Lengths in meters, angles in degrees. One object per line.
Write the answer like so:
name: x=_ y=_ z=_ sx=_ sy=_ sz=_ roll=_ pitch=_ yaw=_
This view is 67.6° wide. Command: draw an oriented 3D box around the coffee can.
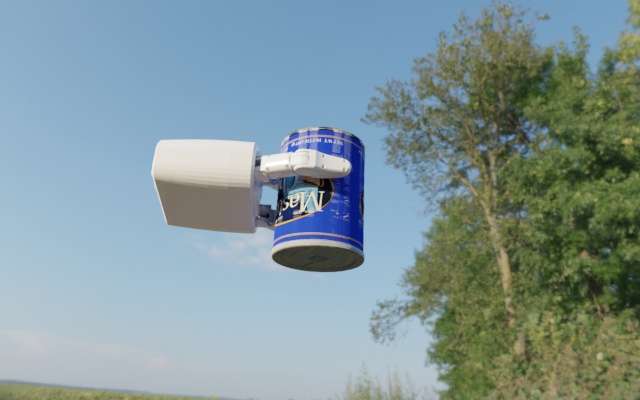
coffee can: x=0.000 y=0.002 z=0.552 sx=0.103 sy=0.140 sz=0.103 roll=2 pitch=-23 yaw=1
